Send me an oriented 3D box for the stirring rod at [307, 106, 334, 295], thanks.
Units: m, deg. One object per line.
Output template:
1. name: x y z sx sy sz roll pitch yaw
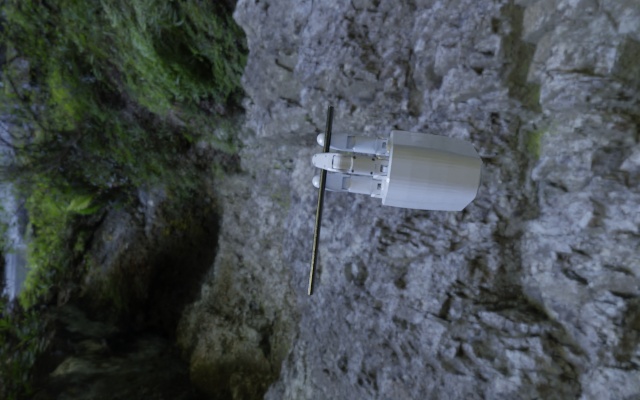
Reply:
1. stirring rod: 0.000 0.002 0.606 0.011 0.239 0.011 6 5 -1
